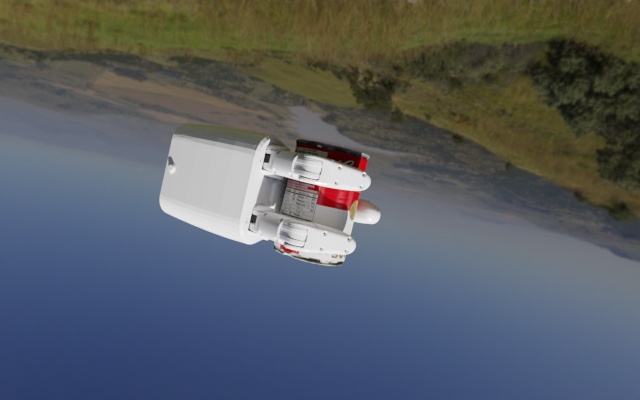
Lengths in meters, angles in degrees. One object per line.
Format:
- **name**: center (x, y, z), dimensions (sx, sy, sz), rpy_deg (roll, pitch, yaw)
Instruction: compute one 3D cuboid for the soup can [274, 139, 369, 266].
- **soup can**: center (0.000, 0.002, 0.435), dimensions (0.068, 0.102, 0.068), rpy_deg (13, 2, -1)
